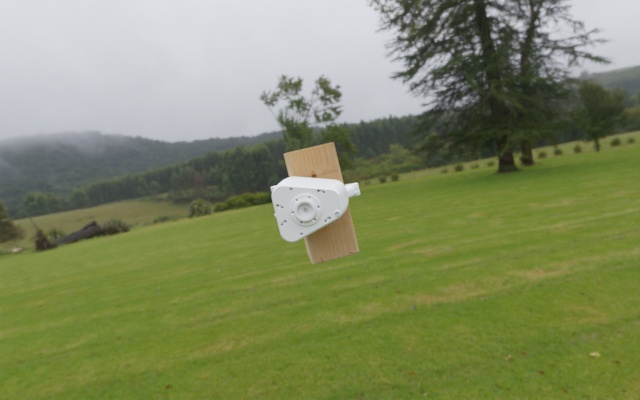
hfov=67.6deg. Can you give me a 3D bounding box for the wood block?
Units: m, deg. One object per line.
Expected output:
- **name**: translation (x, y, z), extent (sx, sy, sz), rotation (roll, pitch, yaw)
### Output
- **wood block**: translation (0.000, 0.003, 0.895), extent (0.091, 0.206, 0.090), rotation (-14, 6, -6)
